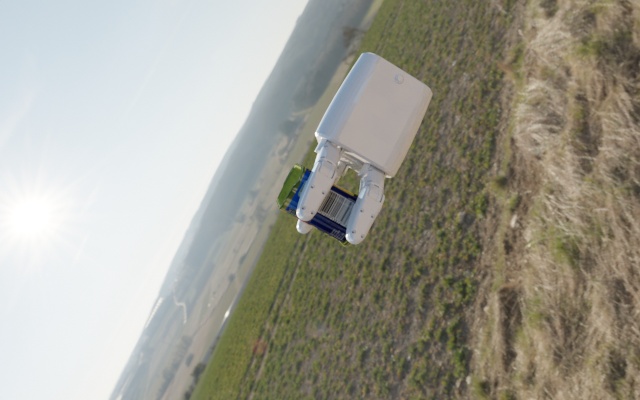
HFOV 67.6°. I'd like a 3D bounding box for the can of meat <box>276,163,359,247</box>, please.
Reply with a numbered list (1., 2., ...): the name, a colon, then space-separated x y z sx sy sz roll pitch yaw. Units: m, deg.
1. can of meat: 0.000 0.002 0.530 0.084 0.057 0.102 29 2 -11
